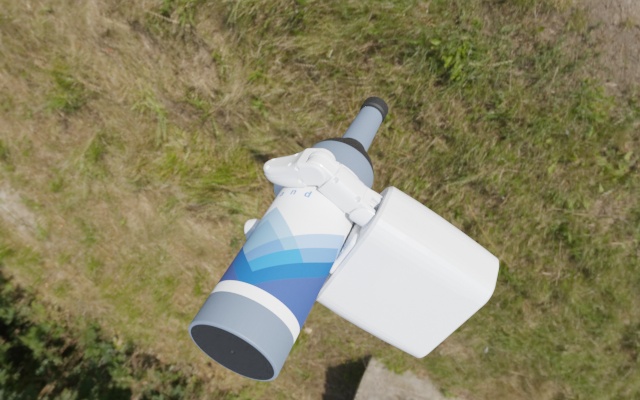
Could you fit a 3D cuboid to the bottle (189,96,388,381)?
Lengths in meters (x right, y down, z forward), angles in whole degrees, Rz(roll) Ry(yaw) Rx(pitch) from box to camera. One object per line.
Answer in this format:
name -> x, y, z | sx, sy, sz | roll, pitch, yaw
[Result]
bottle -> 0.000, 0.001, 0.403 | 0.069, 0.069, 0.295 | 0, 42, 32
